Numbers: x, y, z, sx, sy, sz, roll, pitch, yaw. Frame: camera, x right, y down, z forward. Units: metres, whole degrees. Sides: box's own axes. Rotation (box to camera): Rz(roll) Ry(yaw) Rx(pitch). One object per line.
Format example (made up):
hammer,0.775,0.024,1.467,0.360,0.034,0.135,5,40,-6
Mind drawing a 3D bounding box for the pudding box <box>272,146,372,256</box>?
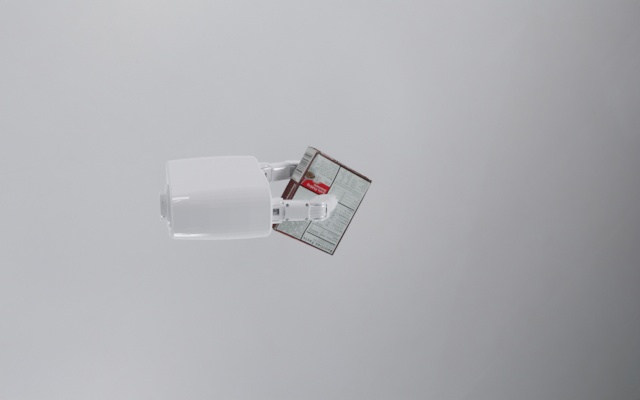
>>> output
pudding box,0.000,0.002,0.607,0.090,0.113,0.039,27,5,-24
